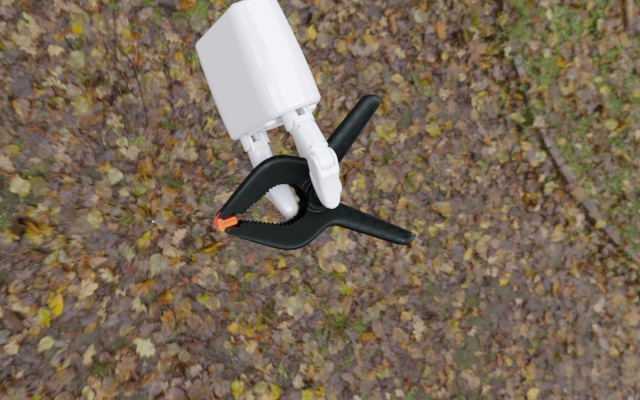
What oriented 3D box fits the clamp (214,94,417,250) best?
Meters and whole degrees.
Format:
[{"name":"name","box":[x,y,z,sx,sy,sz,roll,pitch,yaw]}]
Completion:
[{"name":"clamp","box":[0.000,0.002,0.484,0.210,0.164,0.036,-25,8,-18]}]
